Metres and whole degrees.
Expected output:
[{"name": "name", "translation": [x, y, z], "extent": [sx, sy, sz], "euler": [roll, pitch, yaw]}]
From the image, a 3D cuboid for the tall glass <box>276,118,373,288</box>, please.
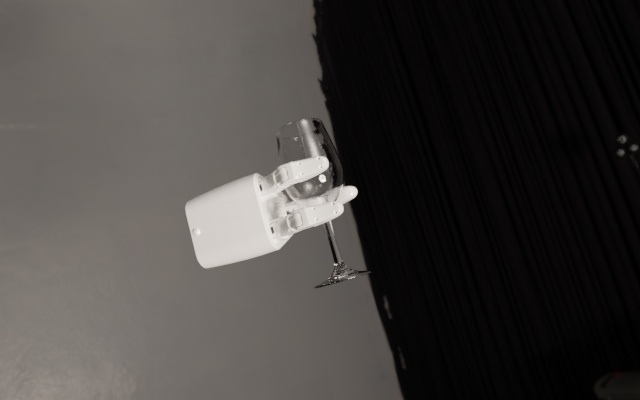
[{"name": "tall glass", "translation": [0.000, 0.003, 0.593], "extent": [0.079, 0.201, 0.079], "euler": [-16, -9, -2]}]
